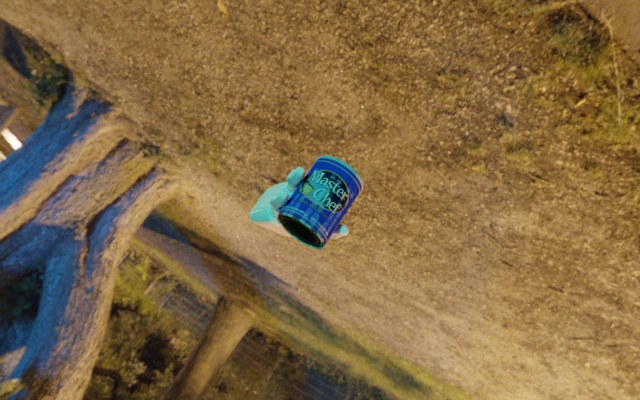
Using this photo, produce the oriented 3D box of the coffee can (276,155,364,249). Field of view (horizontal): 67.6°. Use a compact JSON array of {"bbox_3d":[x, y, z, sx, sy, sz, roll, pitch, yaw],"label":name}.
[{"bbox_3d":[0.000,0.003,0.871,0.103,0.140,0.103,29,-22,13],"label":"coffee can"}]
